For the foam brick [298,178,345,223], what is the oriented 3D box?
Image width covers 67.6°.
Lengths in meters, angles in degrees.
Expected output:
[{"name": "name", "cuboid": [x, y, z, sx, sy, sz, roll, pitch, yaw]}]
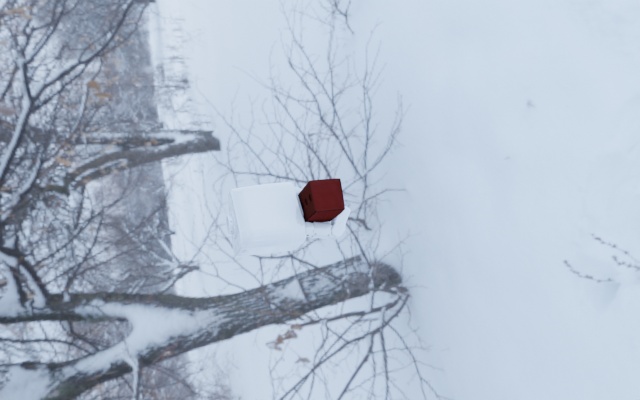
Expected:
[{"name": "foam brick", "cuboid": [0.000, 0.002, 0.770, 0.051, 0.053, 0.078, -4, -17, -19]}]
